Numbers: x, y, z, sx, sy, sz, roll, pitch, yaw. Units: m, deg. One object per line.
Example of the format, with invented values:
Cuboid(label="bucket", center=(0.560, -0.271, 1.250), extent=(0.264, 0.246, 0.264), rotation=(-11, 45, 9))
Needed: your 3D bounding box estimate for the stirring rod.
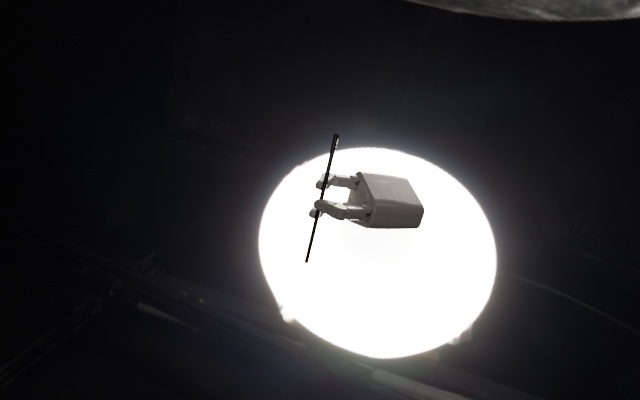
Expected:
Cuboid(label="stirring rod", center=(0.000, 0.003, 0.818), extent=(0.011, 0.240, 0.011), rotation=(12, 21, -5))
